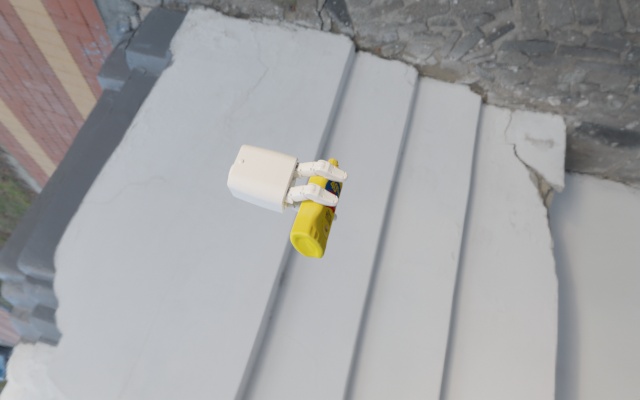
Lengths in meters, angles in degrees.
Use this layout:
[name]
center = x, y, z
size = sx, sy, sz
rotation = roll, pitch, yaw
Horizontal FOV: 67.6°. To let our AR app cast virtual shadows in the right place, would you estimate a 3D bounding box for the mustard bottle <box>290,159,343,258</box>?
[mustard bottle]
center = 0.000, 0.003, 0.880
size = 0.058, 0.191, 0.096
rotation = 4, -32, 22
